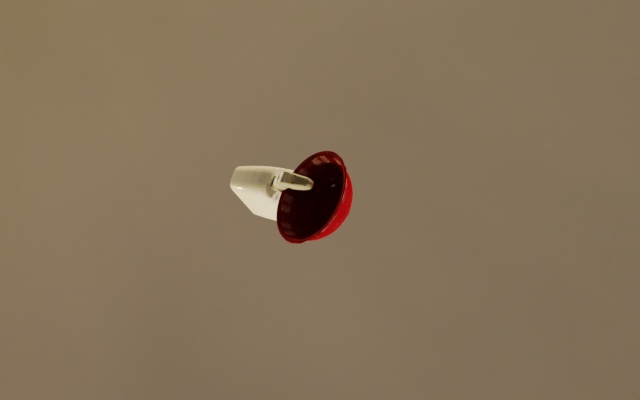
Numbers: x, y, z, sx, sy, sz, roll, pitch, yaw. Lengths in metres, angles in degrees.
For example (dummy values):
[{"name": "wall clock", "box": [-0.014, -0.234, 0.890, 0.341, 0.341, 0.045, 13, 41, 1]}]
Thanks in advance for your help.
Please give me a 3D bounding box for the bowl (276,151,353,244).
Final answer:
[{"name": "bowl", "box": [0.001, 0.003, 0.779, 0.055, 0.162, 0.162, 28, -18, -36]}]
